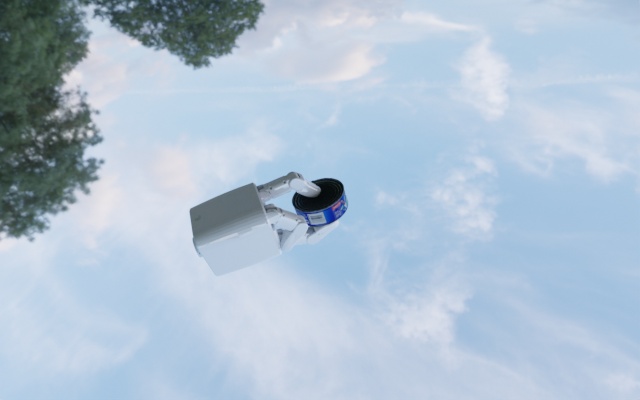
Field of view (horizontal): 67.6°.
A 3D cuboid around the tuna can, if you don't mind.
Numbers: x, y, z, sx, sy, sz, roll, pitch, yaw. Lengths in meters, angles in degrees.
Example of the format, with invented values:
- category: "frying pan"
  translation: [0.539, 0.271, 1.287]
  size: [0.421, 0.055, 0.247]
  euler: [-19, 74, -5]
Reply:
- category: "tuna can"
  translation: [0.000, 0.003, 0.758]
  size: [0.086, 0.034, 0.086]
  euler: [-13, 35, 10]
